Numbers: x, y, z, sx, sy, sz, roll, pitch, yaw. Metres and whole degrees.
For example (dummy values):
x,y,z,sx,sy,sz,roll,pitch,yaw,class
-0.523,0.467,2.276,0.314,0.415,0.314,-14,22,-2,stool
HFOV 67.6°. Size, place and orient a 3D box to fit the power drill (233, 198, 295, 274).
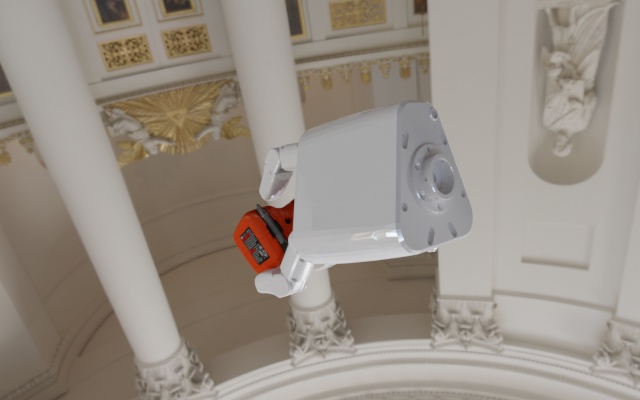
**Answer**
x,y,z,sx,sy,sz,roll,pitch,yaw,class
0.000,0.002,0.507,0.187,0.057,0.184,-35,-4,-23,power drill
